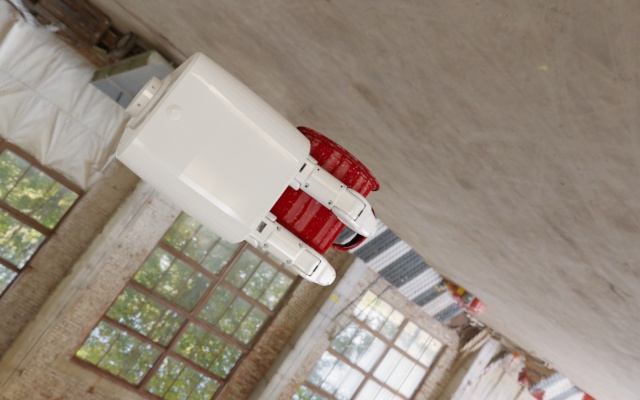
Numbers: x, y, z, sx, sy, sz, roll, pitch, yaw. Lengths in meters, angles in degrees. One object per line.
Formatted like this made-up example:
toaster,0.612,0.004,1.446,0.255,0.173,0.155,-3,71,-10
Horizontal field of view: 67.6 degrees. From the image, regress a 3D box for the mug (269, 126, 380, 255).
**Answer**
mug,0.001,0.002,0.431,0.117,0.081,0.093,40,-8,-26
